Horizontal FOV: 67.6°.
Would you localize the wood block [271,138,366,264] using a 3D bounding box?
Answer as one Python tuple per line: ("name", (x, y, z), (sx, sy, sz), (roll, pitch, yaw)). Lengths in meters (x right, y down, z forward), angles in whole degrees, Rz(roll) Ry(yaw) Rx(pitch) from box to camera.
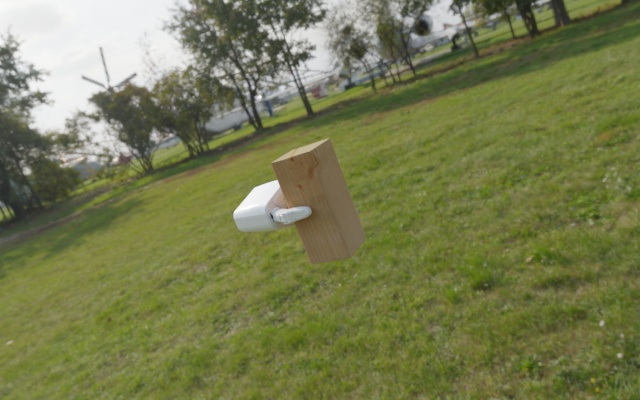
("wood block", (0.000, 0.003, 0.888), (0.090, 0.206, 0.090), (-14, 15, 31))
